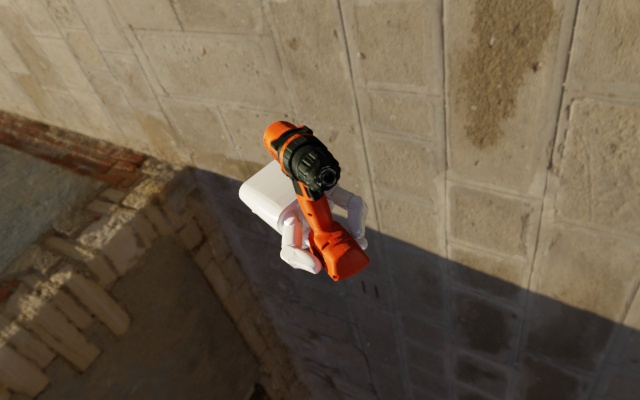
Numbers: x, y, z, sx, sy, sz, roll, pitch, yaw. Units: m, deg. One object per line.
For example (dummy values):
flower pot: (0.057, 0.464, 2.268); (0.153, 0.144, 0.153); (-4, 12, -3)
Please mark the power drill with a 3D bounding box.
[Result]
power drill: (0.000, 0.002, 0.573); (0.057, 0.188, 0.184); (-25, 27, -9)
